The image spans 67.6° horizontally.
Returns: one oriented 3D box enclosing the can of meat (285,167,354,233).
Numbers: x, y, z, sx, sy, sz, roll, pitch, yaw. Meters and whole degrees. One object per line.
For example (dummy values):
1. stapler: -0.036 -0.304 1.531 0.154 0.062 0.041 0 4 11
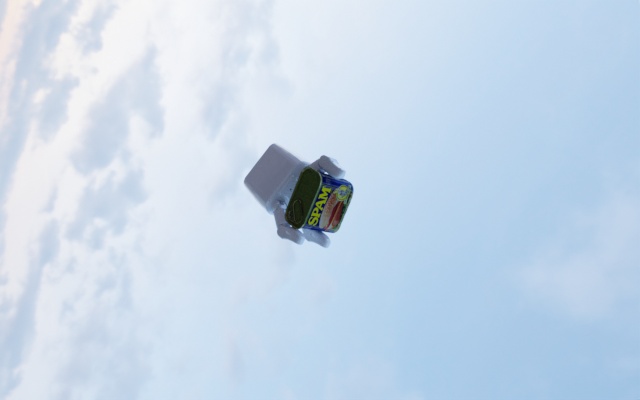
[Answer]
1. can of meat: 0.000 0.003 0.805 0.084 0.102 0.057 13 15 -41
